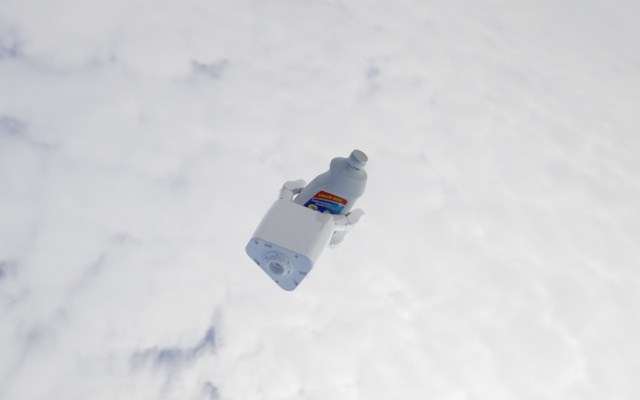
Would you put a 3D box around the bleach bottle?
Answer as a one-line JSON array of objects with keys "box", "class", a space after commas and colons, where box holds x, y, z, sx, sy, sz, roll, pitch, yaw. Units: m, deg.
[{"box": [0.000, 0.003, 0.843, 0.102, 0.251, 0.068, 33, 39, -3], "class": "bleach bottle"}]
